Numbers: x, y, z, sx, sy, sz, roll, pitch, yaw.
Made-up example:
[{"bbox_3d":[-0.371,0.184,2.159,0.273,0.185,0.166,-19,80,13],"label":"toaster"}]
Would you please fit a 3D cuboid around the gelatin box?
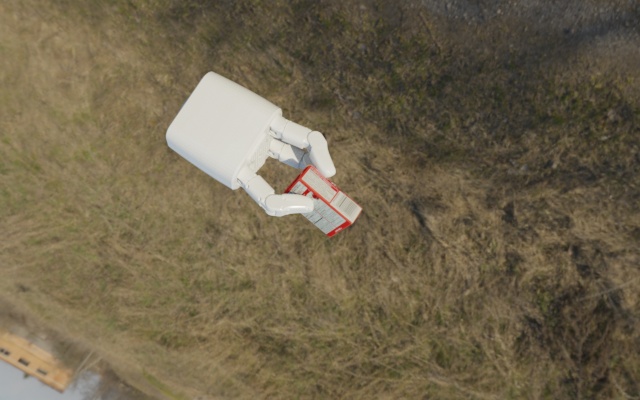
[{"bbox_3d":[0.000,0.003,0.613,0.089,0.030,0.073,40,-28,-5],"label":"gelatin box"}]
